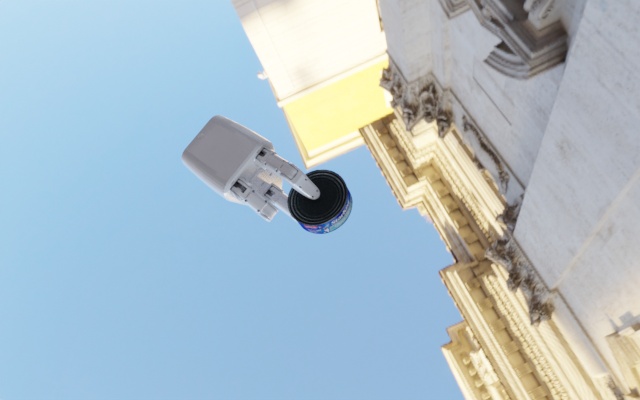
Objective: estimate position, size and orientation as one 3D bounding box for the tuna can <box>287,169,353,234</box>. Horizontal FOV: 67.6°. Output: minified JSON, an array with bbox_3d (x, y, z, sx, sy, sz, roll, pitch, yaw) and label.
[{"bbox_3d":[0.000,0.002,0.657,0.086,0.086,0.034,0,-27,20],"label":"tuna can"}]
